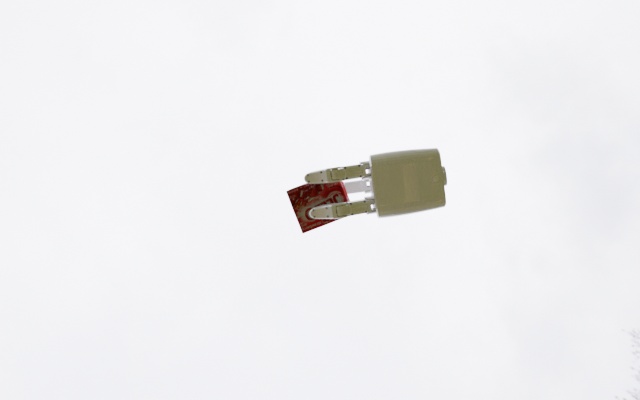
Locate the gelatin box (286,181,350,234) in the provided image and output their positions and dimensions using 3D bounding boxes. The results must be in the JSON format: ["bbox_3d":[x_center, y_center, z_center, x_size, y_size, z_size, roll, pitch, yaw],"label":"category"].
[{"bbox_3d":[0.000,0.003,0.756,0.089,0.073,0.030,-21,3,12],"label":"gelatin box"}]
